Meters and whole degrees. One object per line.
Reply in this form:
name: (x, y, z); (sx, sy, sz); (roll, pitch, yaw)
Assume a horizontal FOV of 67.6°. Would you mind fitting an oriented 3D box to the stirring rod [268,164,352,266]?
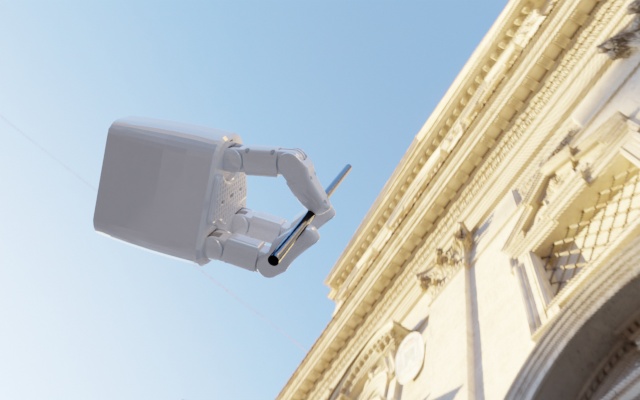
stirring rod: (0.000, 0.001, 0.426); (0.011, 0.011, 0.239); (0, 19, 16)
